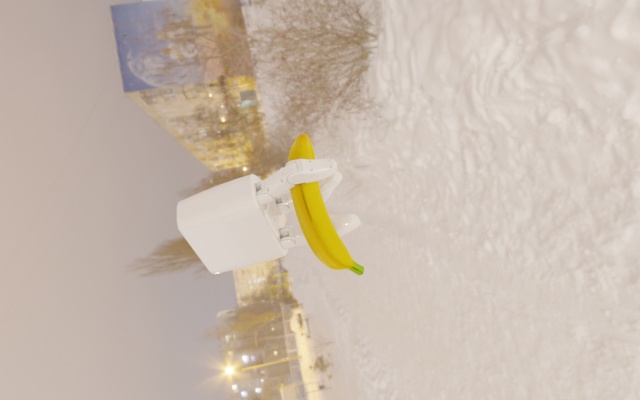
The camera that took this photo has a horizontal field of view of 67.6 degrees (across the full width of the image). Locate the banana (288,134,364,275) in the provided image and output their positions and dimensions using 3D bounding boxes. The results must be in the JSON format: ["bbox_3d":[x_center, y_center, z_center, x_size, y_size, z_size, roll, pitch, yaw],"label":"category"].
[{"bbox_3d":[-0.007,0.004,0.586,0.037,0.197,0.069,-26,-13,23],"label":"banana"}]
